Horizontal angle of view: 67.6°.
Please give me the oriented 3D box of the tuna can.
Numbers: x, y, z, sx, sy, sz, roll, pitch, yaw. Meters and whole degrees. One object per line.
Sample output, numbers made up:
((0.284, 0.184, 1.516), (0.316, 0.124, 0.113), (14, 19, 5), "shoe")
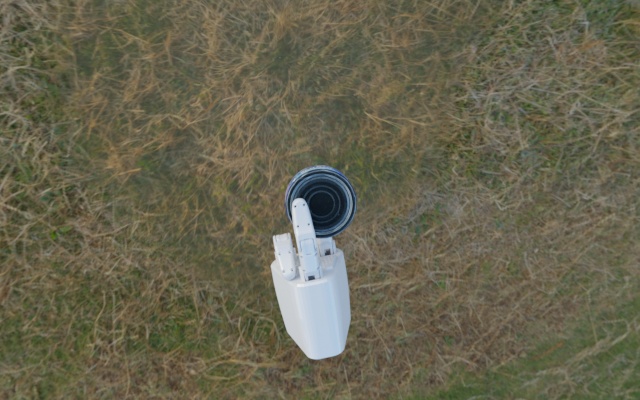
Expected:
((0.000, 0.002, 0.574), (0.086, 0.086, 0.033), (0, 11, -4), "tuna can")
